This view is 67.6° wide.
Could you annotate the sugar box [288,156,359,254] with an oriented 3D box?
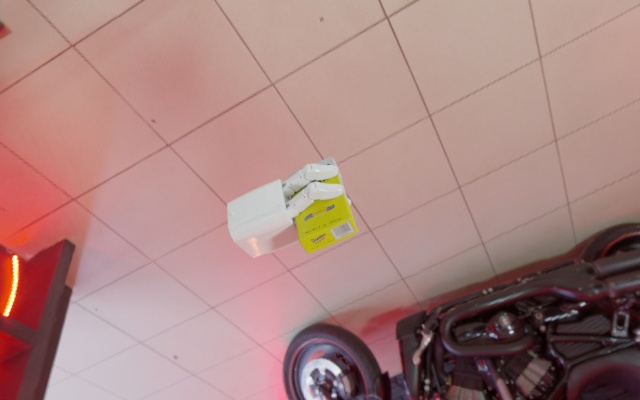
[{"bbox_3d":[0.000,0.002,0.824,0.093,0.176,0.048,-23,-48,7],"label":"sugar box"}]
